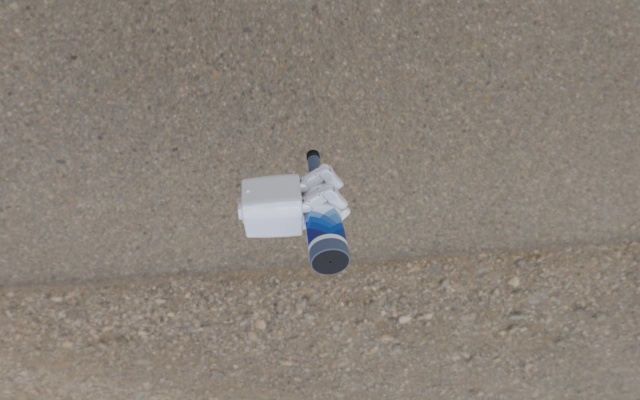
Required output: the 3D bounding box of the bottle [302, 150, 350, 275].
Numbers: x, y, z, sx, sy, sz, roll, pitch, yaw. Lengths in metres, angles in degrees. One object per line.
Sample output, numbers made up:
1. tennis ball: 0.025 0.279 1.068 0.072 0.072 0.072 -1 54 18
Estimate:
1. bottle: 0.000 0.003 0.892 0.069 0.069 0.295 0 42 -9
